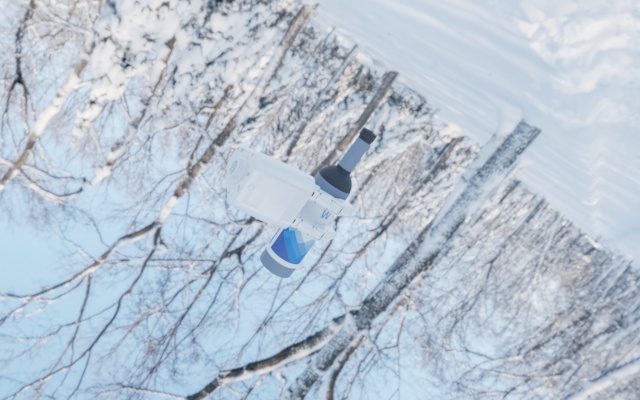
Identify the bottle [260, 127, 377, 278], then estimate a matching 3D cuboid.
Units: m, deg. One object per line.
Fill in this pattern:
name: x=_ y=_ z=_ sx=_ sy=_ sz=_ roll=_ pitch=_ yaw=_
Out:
bottle: x=0.000 y=0.003 z=0.823 sx=0.069 sy=0.296 sz=0.069 roll=32 pitch=16 yaw=-10
